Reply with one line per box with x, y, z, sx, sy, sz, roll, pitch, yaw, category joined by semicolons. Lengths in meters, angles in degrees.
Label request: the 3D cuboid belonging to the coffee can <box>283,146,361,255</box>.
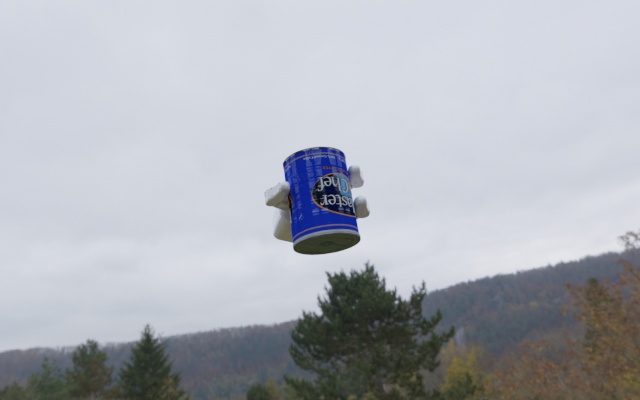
0.000;0.002;0.737;0.103;0.140;0.103;-8;-21;-3;coffee can
